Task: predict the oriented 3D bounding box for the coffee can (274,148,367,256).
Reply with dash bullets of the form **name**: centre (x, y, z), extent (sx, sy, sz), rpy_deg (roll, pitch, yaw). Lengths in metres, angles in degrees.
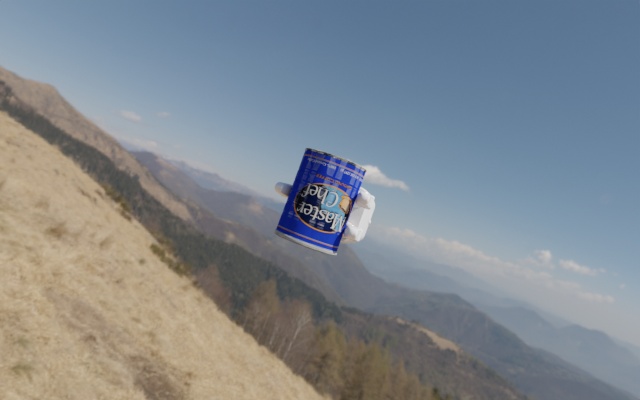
- **coffee can**: centre (0.000, 0.003, 0.742), extent (0.103, 0.140, 0.103), rpy_deg (20, -1, 0)
